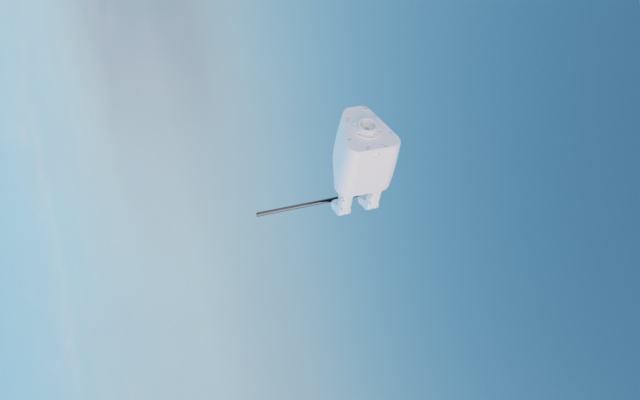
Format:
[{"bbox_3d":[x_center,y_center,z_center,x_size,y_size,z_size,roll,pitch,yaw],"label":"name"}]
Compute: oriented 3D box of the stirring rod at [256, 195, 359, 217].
[{"bbox_3d":[0.000,0.003,0.883,0.239,0.011,0.011,-11,3,-16],"label":"stirring rod"}]
